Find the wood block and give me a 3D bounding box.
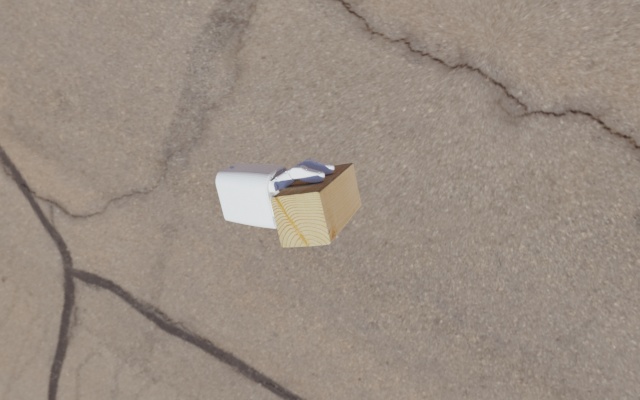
[{"bbox_3d":[0.000,0.003,0.859,0.090,0.091,0.206,-6,15,21],"label":"wood block"}]
